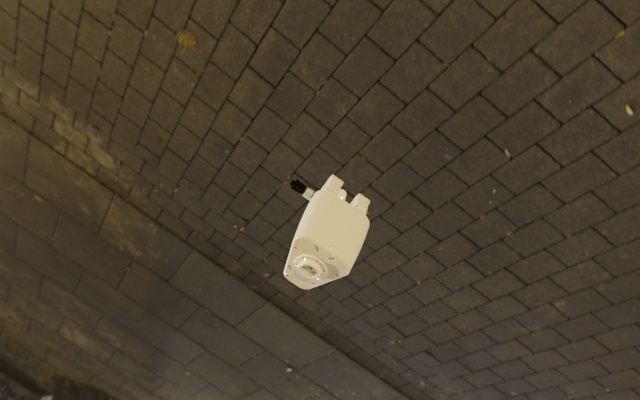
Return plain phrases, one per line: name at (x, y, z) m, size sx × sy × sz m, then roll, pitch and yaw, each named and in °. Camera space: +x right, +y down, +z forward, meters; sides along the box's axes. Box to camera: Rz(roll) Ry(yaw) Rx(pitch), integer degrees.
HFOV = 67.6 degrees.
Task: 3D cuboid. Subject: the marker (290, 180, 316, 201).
marker at (0.000, 0.003, 0.804) m, size 0.121 × 0.020 × 0.020 m, roll 34°, pitch -4°, yaw -6°
